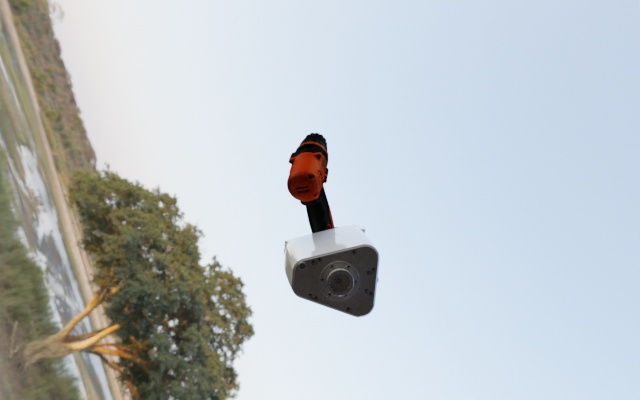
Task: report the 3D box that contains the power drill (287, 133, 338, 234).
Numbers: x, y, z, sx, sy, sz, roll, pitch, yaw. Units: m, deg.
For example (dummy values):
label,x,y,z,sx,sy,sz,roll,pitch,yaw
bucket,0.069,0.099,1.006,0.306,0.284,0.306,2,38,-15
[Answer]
label,x,y,z,sx,sy,sz,roll,pitch,yaw
power drill,0.000,0.003,0.733,0.057,0.188,0.184,-11,25,13
